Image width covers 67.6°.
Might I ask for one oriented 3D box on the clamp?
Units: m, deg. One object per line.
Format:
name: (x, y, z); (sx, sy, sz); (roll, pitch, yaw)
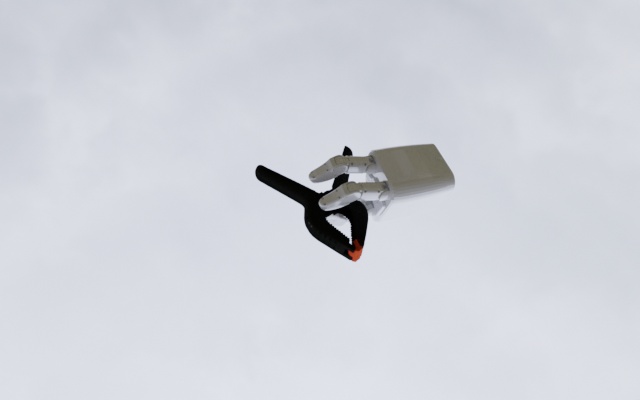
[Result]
clamp: (0.000, 0.003, 0.707); (0.164, 0.209, 0.036); (-10, -39, -15)
